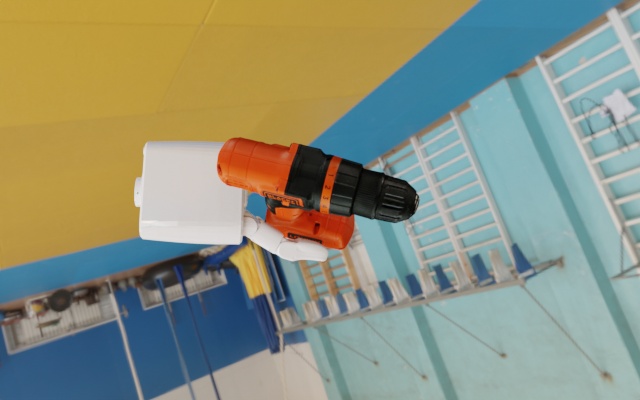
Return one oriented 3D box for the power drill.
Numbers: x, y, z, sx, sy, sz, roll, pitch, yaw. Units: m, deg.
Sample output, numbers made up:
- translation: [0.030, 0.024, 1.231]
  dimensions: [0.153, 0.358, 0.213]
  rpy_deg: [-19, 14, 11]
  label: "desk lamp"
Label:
- translation: [0.000, 0.002, 0.494]
  dimensions: [0.184, 0.057, 0.188]
  rpy_deg: [16, -17, 7]
  label: "power drill"
